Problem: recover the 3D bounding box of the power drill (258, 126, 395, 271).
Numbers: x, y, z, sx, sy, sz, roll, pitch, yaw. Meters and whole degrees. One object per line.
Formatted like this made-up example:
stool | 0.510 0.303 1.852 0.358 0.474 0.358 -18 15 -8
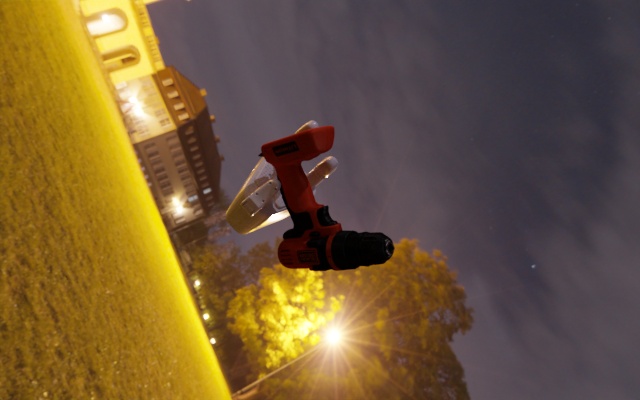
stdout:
power drill | 0.000 0.002 0.625 0.184 0.187 0.057 -9 6 39
